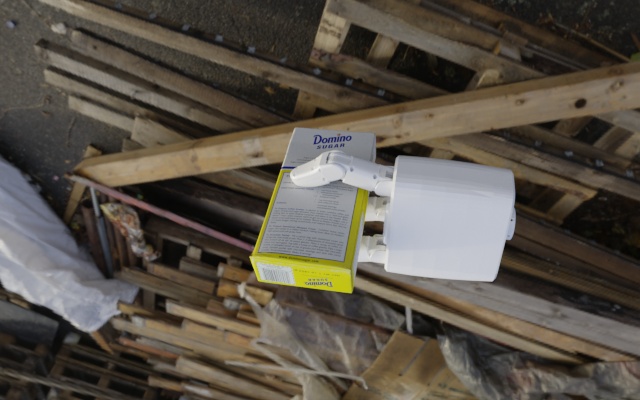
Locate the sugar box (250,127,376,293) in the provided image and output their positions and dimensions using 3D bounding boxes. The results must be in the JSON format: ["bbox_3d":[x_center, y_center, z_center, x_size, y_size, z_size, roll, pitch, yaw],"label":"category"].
[{"bbox_3d":[0.000,0.002,0.479,0.093,0.176,0.048,6,-42,11],"label":"sugar box"}]
